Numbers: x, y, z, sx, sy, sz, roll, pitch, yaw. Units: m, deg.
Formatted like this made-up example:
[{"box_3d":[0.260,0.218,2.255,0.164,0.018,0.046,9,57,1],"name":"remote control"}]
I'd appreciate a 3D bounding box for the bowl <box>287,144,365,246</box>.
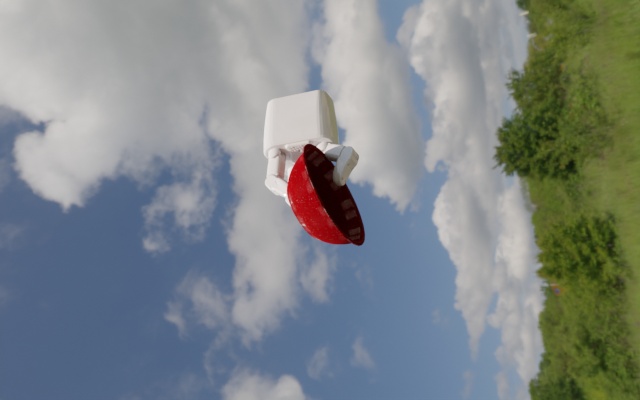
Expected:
[{"box_3d":[0.000,0.003,0.678,0.055,0.162,0.162,-29,-9,17],"name":"bowl"}]
